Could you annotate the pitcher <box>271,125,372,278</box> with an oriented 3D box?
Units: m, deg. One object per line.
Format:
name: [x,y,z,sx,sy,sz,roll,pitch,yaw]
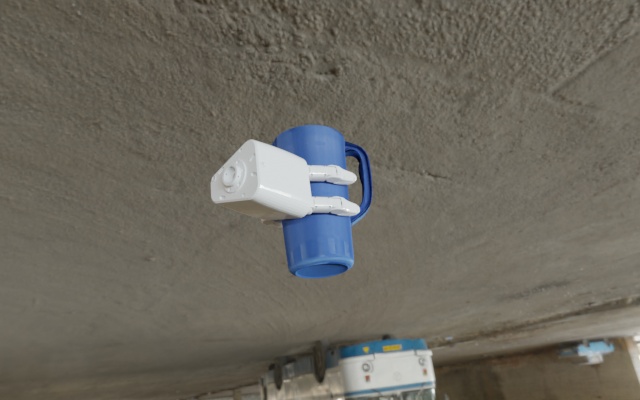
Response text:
pitcher: [0.000,0.003,0.819,0.149,0.242,0.145,-23,-28,33]
